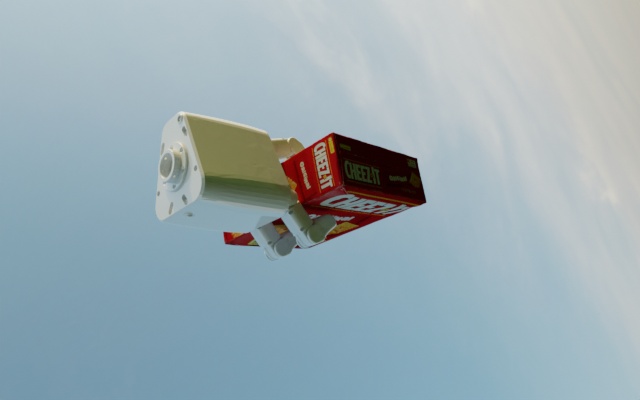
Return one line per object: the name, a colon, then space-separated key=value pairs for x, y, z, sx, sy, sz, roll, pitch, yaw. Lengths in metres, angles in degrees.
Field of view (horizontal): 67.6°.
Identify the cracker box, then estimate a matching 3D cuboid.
cracker box: x=0.000 y=0.002 z=0.612 sx=0.214 sy=0.072 sz=0.164 roll=-25 pitch=-22 yaw=40
